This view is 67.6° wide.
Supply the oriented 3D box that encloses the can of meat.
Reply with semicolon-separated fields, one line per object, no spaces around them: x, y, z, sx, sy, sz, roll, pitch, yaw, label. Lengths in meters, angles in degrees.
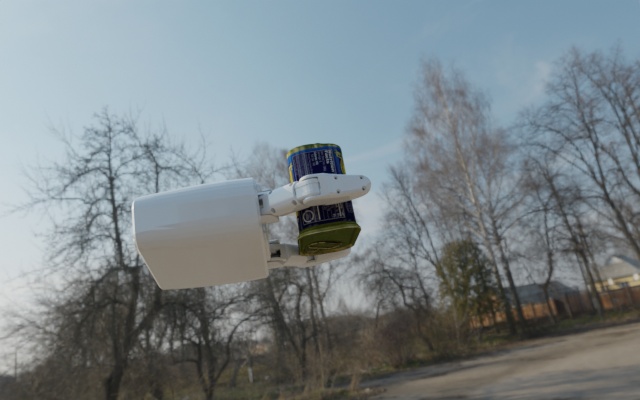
0.000;0.001;0.462;0.057;0.084;0.102;-9;-17;-4;can of meat
